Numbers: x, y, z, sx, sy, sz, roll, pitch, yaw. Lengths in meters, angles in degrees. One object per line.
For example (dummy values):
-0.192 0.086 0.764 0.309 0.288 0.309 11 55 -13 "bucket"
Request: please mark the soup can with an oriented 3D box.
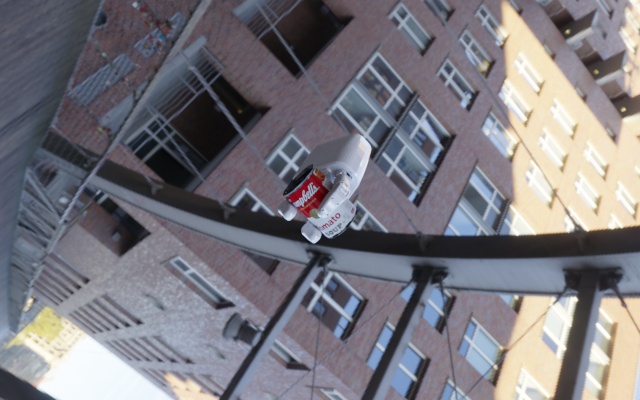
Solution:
0.000 0.003 0.751 0.102 0.068 0.068 45 -14 -15 "soup can"
